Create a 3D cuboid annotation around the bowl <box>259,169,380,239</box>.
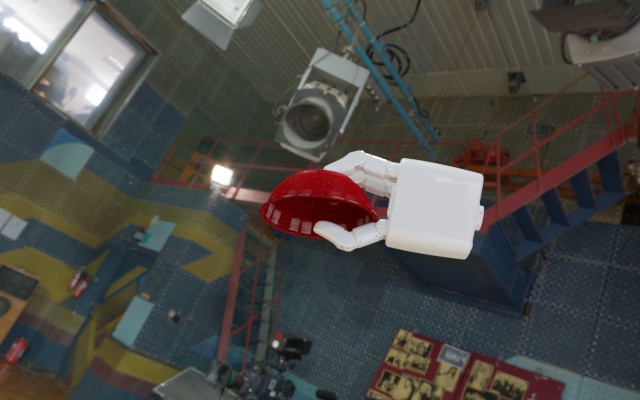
[{"bbox_3d":[-0.001,0.002,0.647,0.162,0.055,0.162,4,-23,2],"label":"bowl"}]
